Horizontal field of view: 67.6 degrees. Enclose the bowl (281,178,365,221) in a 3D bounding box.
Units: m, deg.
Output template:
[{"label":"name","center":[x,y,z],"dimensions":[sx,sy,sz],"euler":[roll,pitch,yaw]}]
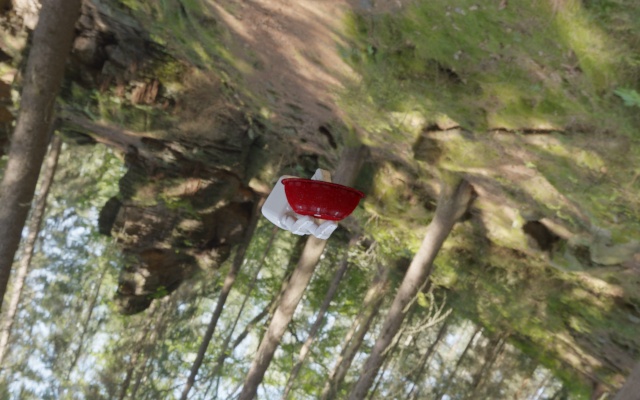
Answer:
[{"label":"bowl","center":[0.000,0.003,0.896],"dimensions":[0.162,0.055,0.162],"euler":[10,-8,1]}]
